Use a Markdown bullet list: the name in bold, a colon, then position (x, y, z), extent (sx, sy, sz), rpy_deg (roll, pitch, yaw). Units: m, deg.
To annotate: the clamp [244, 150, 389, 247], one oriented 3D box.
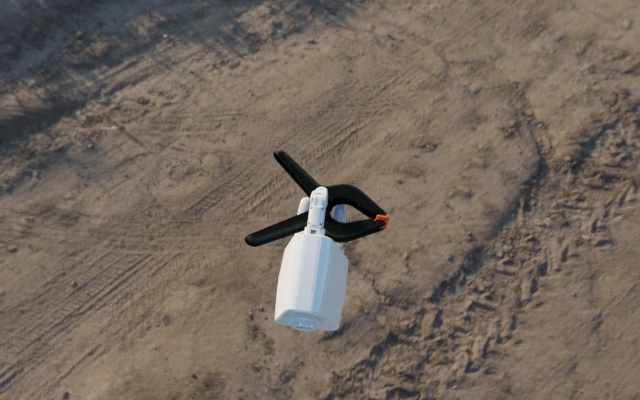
- **clamp**: position (0.001, 0.002, 0.732), extent (0.210, 0.164, 0.036), rpy_deg (6, -23, 5)
